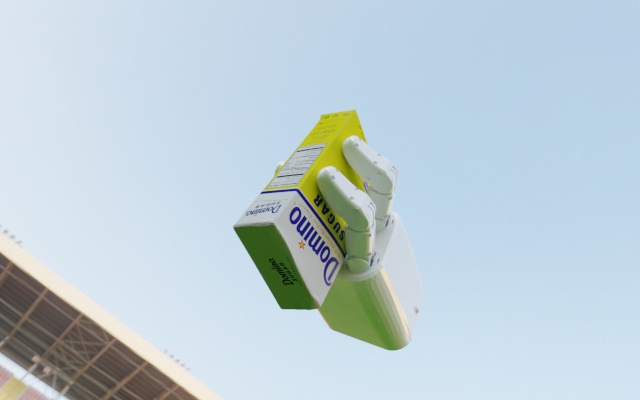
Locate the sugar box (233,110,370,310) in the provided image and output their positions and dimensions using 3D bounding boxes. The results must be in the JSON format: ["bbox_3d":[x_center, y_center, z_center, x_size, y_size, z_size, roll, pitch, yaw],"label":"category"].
[{"bbox_3d":[0.001,0.001,0.425,0.048,0.093,0.176,-6,34,29],"label":"sugar box"}]
